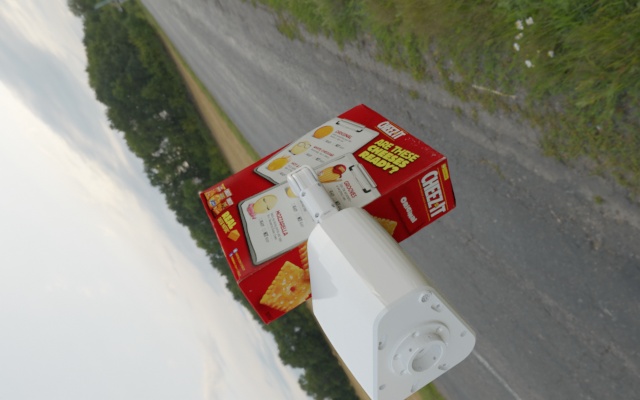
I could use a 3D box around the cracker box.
[{"bbox_3d":[0.000,0.002,0.488,0.213,0.072,0.164,-30,37,-8],"label":"cracker box"}]
